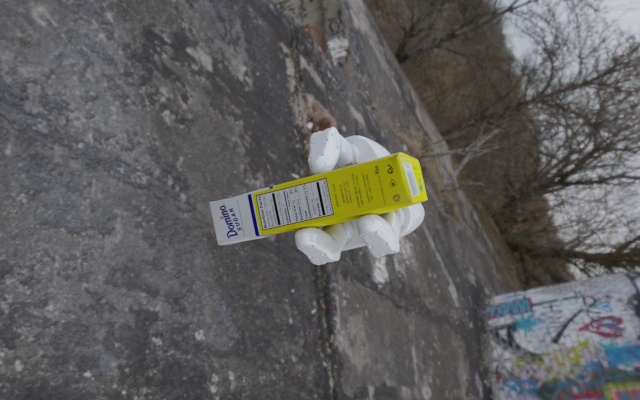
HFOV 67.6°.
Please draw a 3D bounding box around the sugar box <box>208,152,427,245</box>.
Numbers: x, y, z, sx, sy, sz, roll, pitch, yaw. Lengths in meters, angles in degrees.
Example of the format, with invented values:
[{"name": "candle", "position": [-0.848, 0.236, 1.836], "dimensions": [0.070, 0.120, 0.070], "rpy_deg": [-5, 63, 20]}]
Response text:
[{"name": "sugar box", "position": [0.000, 0.002, 0.430], "dimensions": [0.176, 0.048, 0.093], "rpy_deg": [-16, -5, 20]}]
